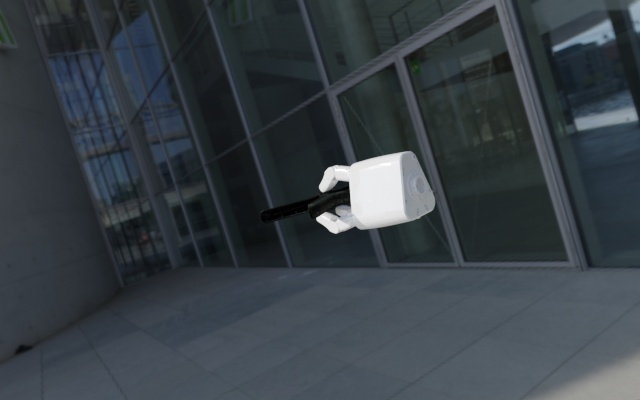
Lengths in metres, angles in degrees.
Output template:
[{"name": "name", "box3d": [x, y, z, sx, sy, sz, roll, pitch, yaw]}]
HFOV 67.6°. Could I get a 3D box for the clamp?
[{"name": "clamp", "box3d": [0.000, 0.002, 0.887, 0.164, 0.036, 0.210, -8, 9, 45]}]
